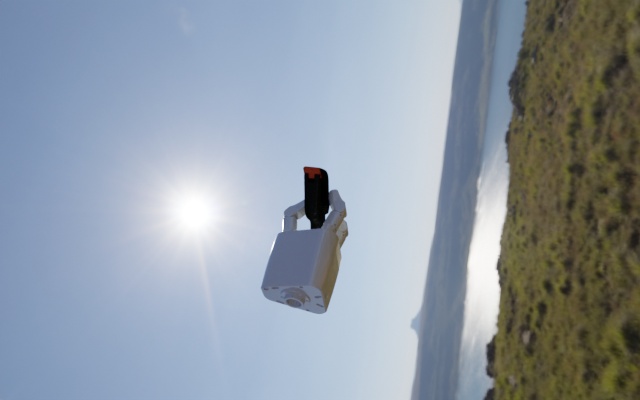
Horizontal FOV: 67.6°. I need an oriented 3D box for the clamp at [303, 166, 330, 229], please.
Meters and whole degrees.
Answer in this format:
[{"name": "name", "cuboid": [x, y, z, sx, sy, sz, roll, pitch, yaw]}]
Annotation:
[{"name": "clamp", "cuboid": [-0.001, 0.003, 0.850, 0.036, 0.164, 0.210, 5, -40, 12]}]
